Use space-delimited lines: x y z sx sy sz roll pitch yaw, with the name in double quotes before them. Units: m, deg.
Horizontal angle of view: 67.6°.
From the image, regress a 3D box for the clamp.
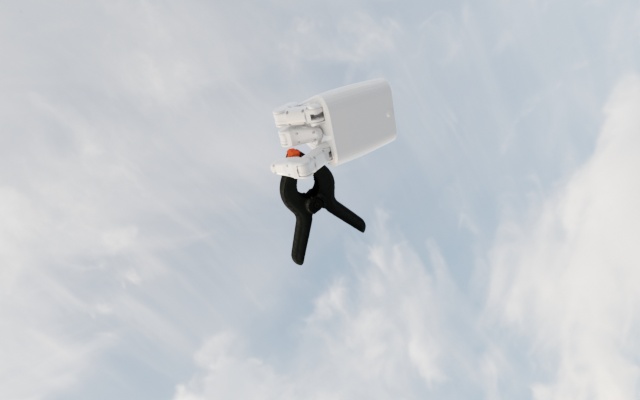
"clamp" 0.000 0.002 0.679 0.120 0.171 0.039 -22 29 -19
